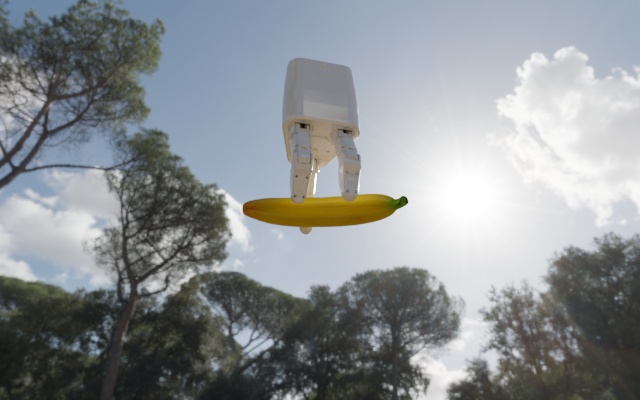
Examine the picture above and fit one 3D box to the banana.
[{"bbox_3d":[0.007,0.009,0.587,0.198,0.037,0.070,-5,-24,9],"label":"banana"}]
